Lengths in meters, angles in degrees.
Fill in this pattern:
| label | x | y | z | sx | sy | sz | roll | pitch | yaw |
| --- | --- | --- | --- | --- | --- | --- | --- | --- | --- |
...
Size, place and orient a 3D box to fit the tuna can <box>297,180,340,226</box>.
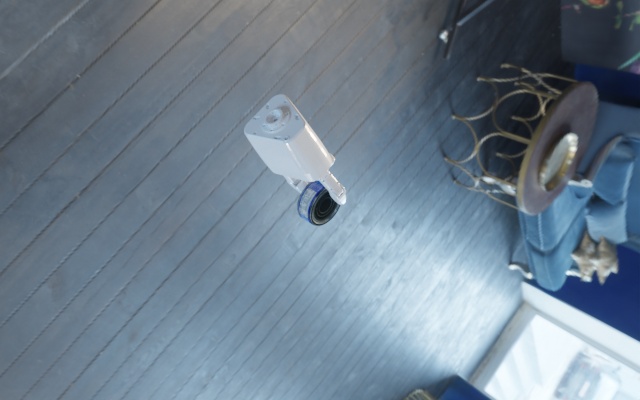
| label | x | y | z | sx | sy | sz | roll | pitch | yaw |
| --- | --- | --- | --- | --- | --- | --- | --- | --- | --- |
| tuna can | 0.001 | 0.003 | 0.866 | 0.033 | 0.086 | 0.086 | 33 | 20 | 34 |
